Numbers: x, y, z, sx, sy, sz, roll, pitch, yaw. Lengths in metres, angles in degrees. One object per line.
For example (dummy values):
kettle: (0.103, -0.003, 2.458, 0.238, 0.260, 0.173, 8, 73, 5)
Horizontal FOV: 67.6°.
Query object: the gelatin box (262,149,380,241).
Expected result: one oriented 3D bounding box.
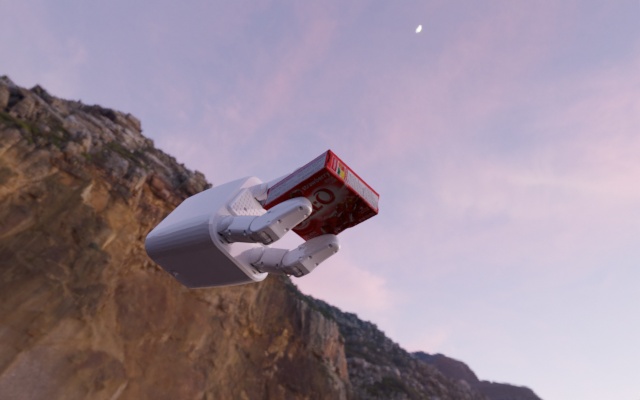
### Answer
gelatin box: (0.000, 0.001, 0.459, 0.089, 0.030, 0.073, -30, -58, 34)
